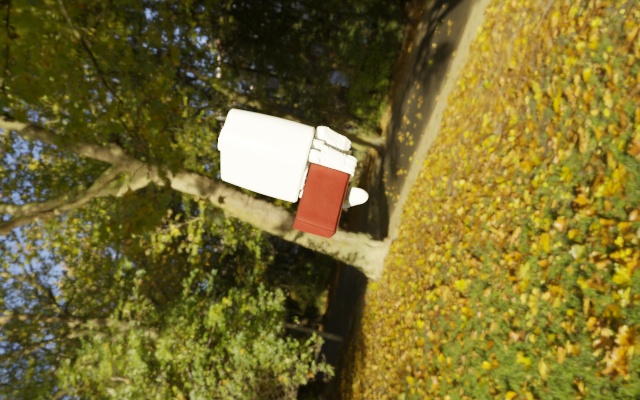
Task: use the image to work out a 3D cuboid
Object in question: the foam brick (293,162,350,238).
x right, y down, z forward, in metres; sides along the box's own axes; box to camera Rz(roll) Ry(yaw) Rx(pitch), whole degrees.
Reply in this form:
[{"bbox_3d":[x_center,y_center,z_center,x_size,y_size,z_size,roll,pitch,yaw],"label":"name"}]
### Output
[{"bbox_3d":[0.000,0.002,0.600,0.051,0.078,0.053,16,-16,-5],"label":"foam brick"}]
